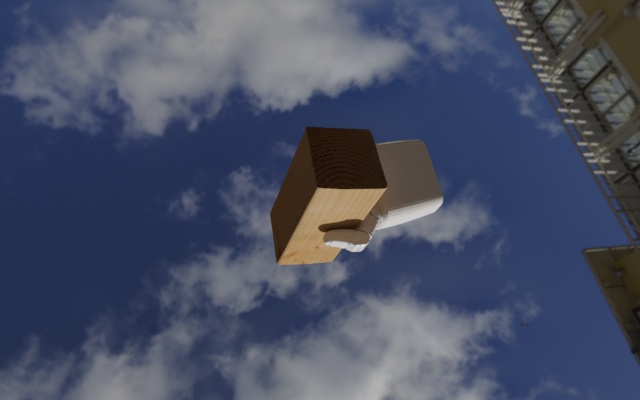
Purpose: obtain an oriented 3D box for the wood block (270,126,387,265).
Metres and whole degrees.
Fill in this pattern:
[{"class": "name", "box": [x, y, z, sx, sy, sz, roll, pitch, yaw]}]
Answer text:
[{"class": "wood block", "box": [0.000, 0.002, 0.644, 0.090, 0.090, 0.206, 0, -32, -20]}]
